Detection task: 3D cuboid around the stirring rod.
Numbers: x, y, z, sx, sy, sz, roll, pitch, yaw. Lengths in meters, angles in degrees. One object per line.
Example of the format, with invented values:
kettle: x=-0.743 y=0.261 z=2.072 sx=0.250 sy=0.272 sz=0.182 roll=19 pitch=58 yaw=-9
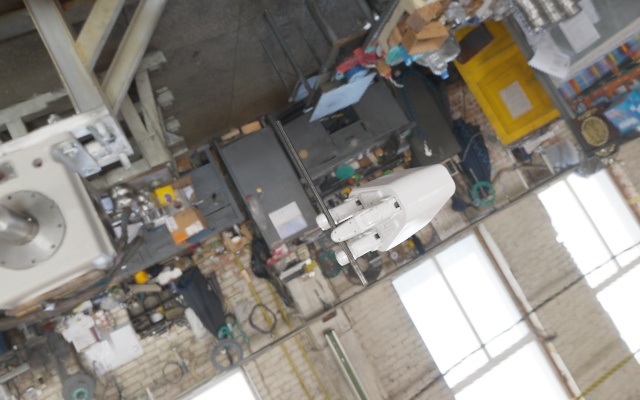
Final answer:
stirring rod: x=0.000 y=0.002 z=0.615 sx=0.011 sy=0.239 sz=0.011 roll=-28 pitch=-6 yaw=-3
